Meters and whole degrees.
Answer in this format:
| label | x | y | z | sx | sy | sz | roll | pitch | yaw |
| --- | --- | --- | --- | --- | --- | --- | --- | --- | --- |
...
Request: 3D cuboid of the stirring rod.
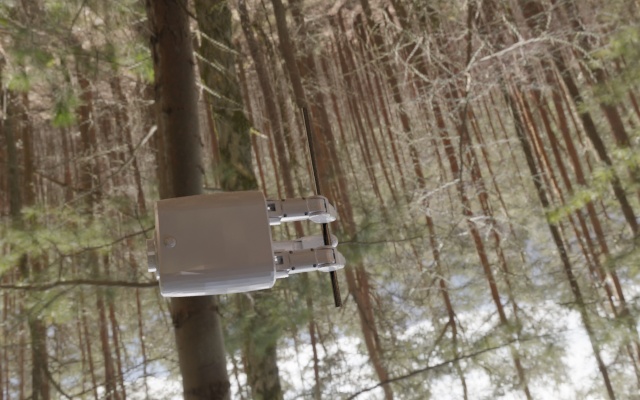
| label | x | y | z | sx | sy | sz | roll | pitch | yaw |
| --- | --- | --- | --- | --- | --- | --- | --- | --- | --- |
| stirring rod | 0.000 | 0.002 | 0.553 | 0.011 | 0.239 | 0.011 | -9 | -16 | -3 |
